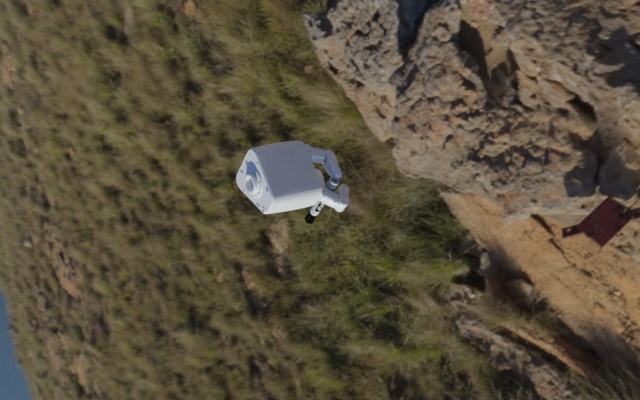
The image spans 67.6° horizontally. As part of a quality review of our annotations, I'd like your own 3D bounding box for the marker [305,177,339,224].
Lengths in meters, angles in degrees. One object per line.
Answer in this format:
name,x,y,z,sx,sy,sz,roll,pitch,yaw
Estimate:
marker,0.000,0.003,0.886,0.020,0.020,0.121,0,-40,-33
